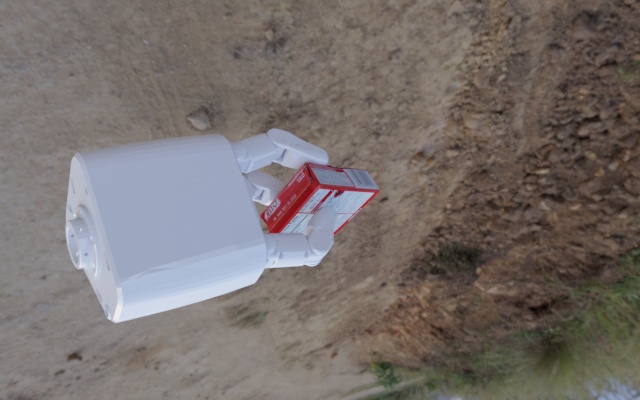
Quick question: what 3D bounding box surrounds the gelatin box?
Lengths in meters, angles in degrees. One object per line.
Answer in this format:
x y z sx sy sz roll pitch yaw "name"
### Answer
0.001 0.002 0.441 0.089 0.030 0.073 3 -41 -47 "gelatin box"
